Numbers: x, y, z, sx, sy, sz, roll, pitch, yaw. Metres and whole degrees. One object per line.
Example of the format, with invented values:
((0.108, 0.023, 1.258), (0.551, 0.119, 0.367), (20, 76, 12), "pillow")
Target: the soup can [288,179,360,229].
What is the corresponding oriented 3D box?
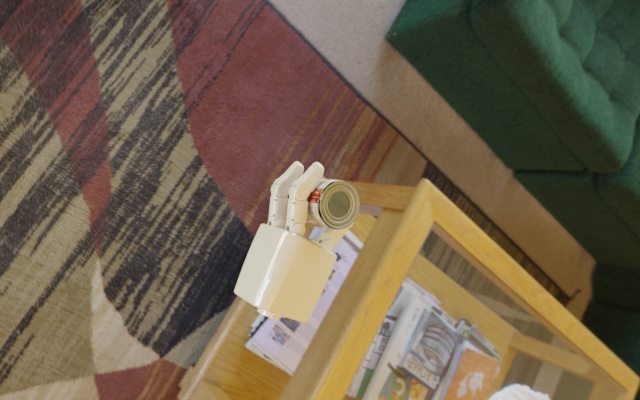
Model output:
((0.001, 0.002, 0.677), (0.068, 0.068, 0.102), (0, 5, -31), "soup can")
